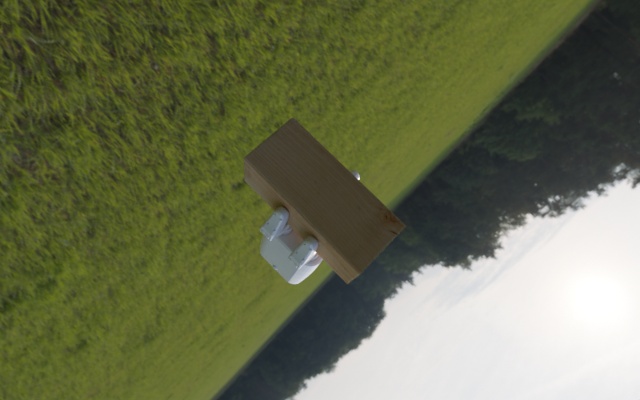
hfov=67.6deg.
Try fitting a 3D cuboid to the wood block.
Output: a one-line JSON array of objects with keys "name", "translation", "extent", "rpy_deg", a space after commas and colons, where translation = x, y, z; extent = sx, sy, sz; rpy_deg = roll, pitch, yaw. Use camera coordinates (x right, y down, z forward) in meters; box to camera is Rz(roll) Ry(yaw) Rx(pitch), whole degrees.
[{"name": "wood block", "translation": [0.000, 0.002, 0.643], "extent": [0.091, 0.206, 0.090], "rpy_deg": [-43, -8, -18]}]
